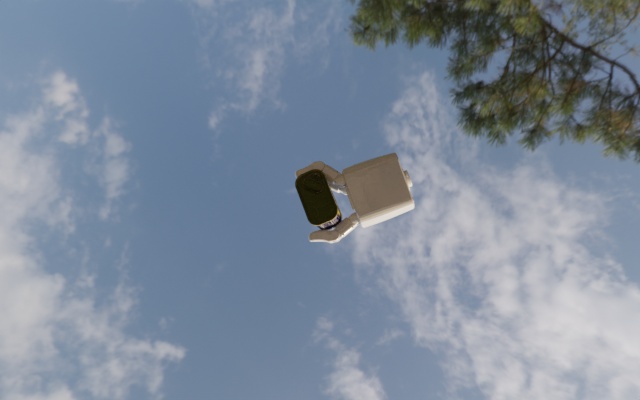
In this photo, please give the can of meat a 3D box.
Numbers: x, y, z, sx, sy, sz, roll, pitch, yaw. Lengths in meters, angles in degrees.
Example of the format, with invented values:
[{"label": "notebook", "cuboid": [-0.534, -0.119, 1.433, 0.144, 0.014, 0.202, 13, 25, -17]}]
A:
[{"label": "can of meat", "cuboid": [0.000, 0.003, 0.890, 0.057, 0.102, 0.084, -23, -17, 6]}]
